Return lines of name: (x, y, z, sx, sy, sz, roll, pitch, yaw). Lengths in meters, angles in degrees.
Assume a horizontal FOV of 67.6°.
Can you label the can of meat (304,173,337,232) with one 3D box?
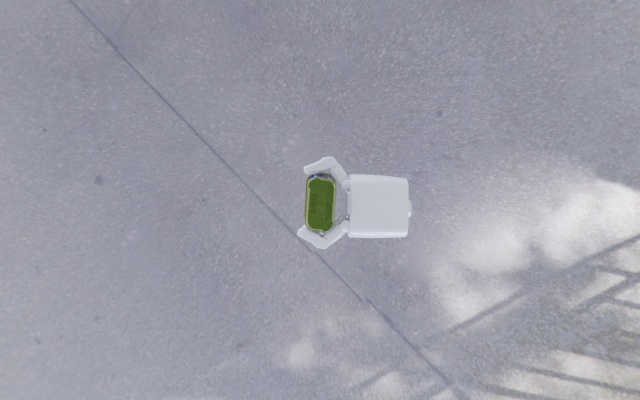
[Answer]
can of meat: (0.000, 0.003, 0.864, 0.057, 0.102, 0.084, 3, 7, -2)
